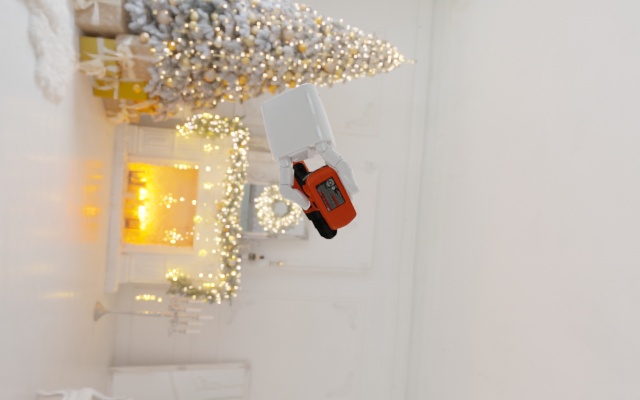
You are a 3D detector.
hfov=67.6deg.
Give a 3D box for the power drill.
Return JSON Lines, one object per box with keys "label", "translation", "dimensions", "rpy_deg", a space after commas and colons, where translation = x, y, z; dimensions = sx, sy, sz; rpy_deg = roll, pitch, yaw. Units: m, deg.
{"label": "power drill", "translation": [0.000, 0.003, 0.879], "dimensions": [0.057, 0.184, 0.187], "rpy_deg": [-33, 13, -13]}
